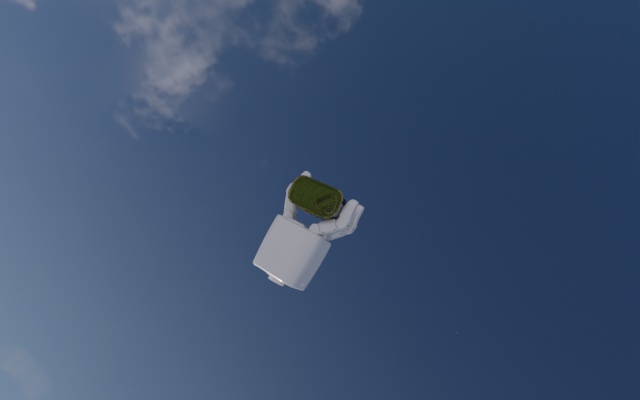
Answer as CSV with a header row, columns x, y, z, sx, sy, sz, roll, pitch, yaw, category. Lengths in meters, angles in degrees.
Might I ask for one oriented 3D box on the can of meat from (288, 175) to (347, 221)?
x,y,z,sx,sy,sz,roll,pitch,yaw,category
0.000,0.003,0.898,0.102,0.057,0.084,23,-8,20,can of meat
